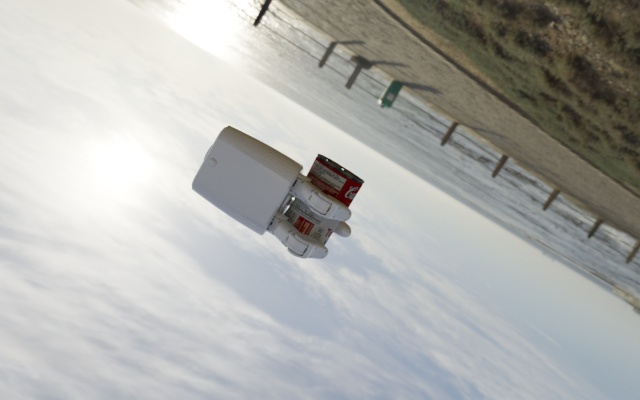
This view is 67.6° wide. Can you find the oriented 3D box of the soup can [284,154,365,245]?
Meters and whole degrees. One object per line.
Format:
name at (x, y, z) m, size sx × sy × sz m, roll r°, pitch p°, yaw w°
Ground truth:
soup can at (0.000, 0.002, 0.599) m, size 0.068 × 0.102 × 0.068 m, roll 31°, pitch 8°, yaw -5°
